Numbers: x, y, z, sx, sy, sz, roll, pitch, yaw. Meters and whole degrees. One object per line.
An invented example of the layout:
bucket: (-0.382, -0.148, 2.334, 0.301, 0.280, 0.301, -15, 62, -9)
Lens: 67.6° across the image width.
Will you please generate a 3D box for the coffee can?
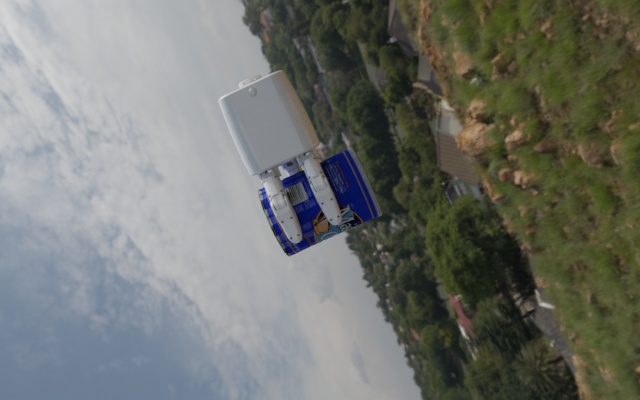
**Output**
coffee can: (0.000, 0.002, 0.656, 0.140, 0.103, 0.103, -25, -1, 2)
